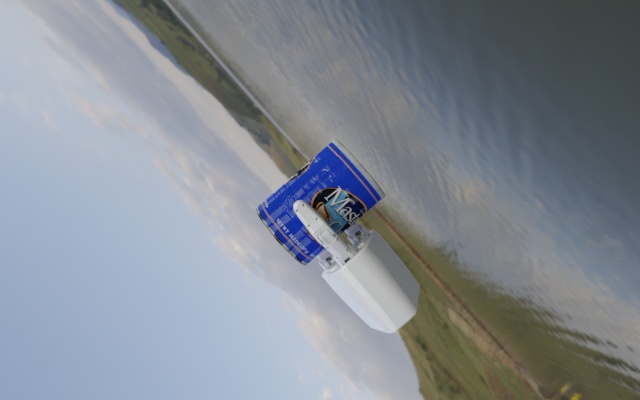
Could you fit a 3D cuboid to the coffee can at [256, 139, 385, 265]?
[{"bbox_3d":[0.000,0.002,0.635,0.140,0.103,0.103,-41,-2,2],"label":"coffee can"}]
